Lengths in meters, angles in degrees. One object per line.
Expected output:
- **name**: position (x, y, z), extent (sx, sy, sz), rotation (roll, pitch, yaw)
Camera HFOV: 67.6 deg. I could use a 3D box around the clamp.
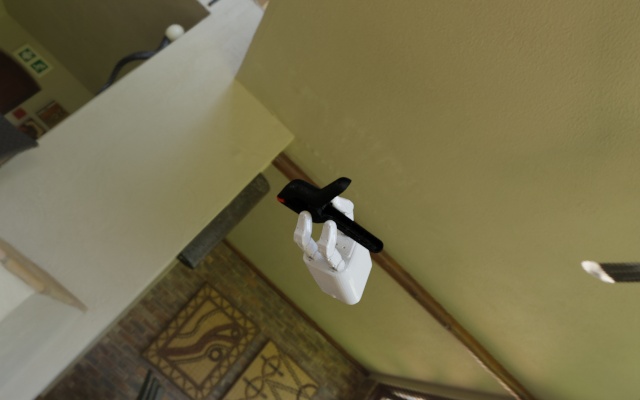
- **clamp**: position (0.000, 0.002, 0.795), extent (0.210, 0.036, 0.165), rotation (21, -31, 37)
